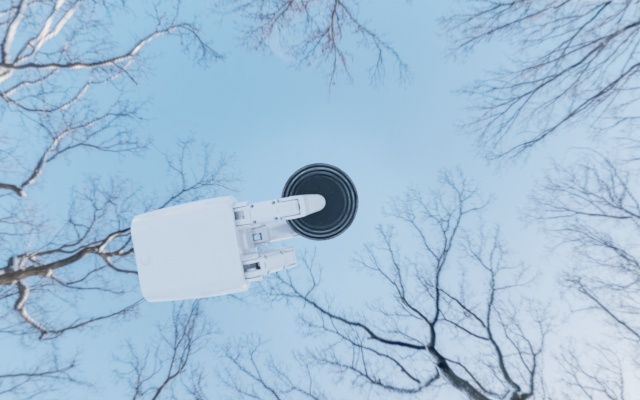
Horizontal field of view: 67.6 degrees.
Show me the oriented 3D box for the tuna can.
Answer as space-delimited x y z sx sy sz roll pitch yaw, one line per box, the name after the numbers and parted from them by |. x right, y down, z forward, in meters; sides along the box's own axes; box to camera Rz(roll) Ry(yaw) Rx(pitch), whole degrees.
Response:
0.000 0.002 0.540 0.086 0.086 0.034 0 -1 5 | tuna can
